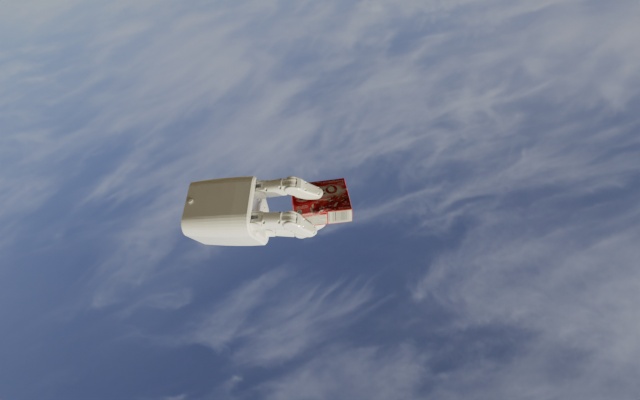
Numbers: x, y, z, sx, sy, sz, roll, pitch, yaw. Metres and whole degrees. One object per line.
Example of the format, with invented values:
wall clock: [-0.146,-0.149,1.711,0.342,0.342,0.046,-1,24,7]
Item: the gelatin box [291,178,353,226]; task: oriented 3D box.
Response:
gelatin box: [0.000,0.003,0.741,0.089,0.030,0.073,-6,43,-4]
